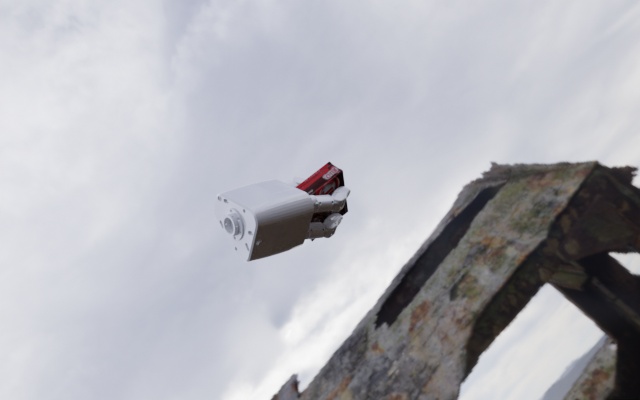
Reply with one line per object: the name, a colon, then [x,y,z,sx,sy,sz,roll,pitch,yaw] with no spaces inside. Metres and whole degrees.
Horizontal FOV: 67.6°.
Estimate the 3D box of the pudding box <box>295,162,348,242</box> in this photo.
pudding box: [0.000,0.003,0.803,0.090,0.114,0.039,-38,57,-20]
